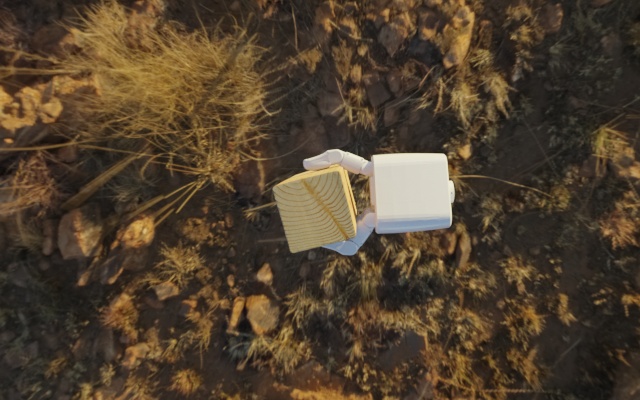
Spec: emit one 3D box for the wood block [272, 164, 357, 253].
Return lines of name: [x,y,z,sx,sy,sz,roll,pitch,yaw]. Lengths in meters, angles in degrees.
wood block: [0.000,0.002,0.700,0.090,0.091,0.206,-14,5,6]
